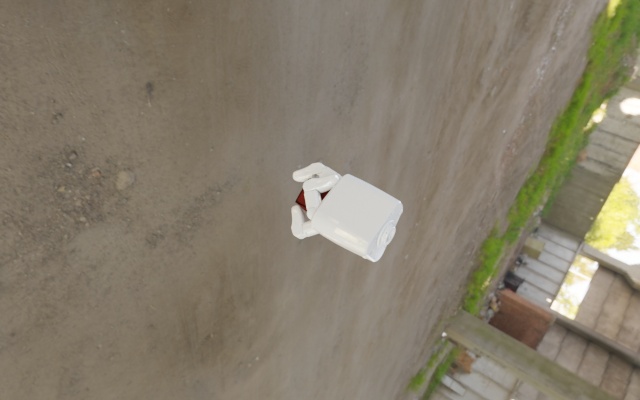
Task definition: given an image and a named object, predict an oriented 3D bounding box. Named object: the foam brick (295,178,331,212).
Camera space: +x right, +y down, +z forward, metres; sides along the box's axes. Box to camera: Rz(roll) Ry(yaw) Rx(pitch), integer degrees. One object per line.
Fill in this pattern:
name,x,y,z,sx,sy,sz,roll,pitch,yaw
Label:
foam brick,0.000,0.003,0.850,0.051,0.053,0.078,27,-6,25
